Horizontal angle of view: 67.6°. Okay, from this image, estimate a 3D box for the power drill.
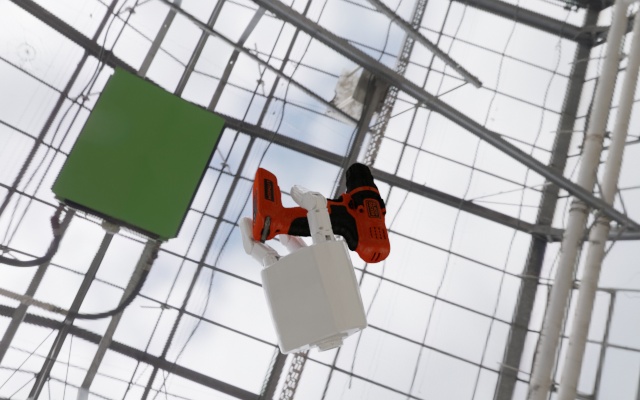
[{"bbox_3d":[0.000,0.002,0.672,0.187,0.057,0.184,6,41,-12],"label":"power drill"}]
